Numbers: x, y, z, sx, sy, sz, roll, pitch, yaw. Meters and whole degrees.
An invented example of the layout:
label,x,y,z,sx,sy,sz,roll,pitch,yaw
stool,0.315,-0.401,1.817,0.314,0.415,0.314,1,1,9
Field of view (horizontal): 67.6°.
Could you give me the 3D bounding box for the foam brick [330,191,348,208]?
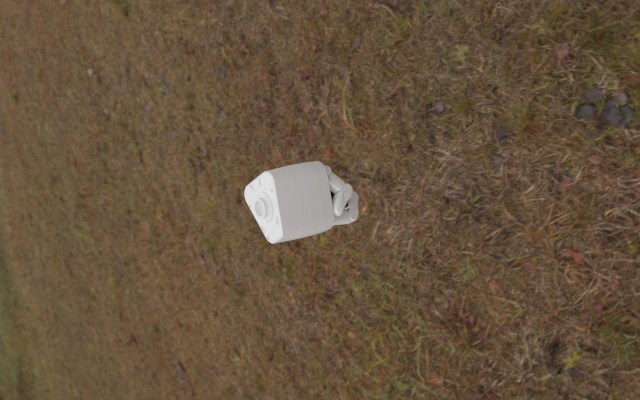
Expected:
label,x,y,z,sx,sy,sz,roll,pitch,yaw
foam brick,0.000,0.003,0.834,0.051,0.053,0.078,-13,-12,-39
